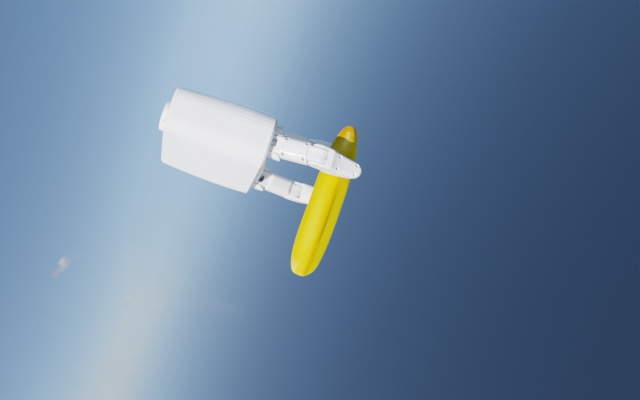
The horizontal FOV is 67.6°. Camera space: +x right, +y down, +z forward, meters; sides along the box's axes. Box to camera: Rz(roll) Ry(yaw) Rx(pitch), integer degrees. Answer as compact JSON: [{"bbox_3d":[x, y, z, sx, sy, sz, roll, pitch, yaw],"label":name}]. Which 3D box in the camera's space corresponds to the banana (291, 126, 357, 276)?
[{"bbox_3d":[0.000,0.011,0.548,0.037,0.198,0.069,17,17,-10],"label":"banana"}]
